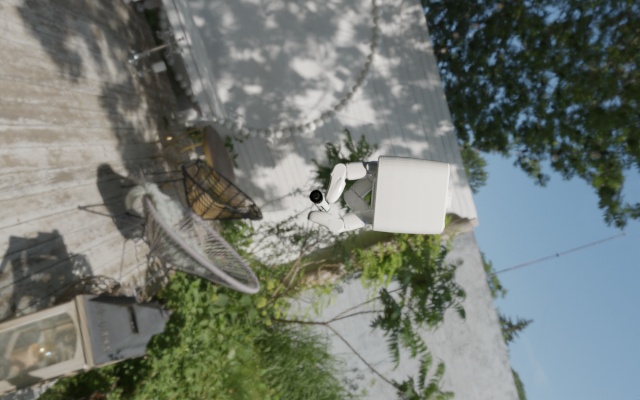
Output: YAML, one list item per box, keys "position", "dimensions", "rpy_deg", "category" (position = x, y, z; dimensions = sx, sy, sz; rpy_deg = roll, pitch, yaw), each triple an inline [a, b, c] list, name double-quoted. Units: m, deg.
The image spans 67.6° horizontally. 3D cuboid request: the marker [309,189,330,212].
- position: [0.000, 0.002, 0.702]
  dimensions: [0.020, 0.020, 0.121]
  rpy_deg: [0, -9, 6]
  category: "marker"
